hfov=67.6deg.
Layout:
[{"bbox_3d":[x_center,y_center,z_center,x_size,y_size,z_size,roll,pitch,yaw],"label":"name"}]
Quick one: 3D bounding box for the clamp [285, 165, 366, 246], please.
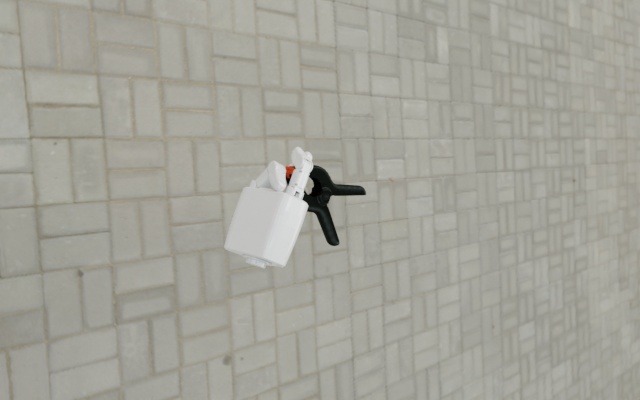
[{"bbox_3d":[0.000,0.003,0.820,0.171,0.120,0.039,27,-15,-34],"label":"clamp"}]
